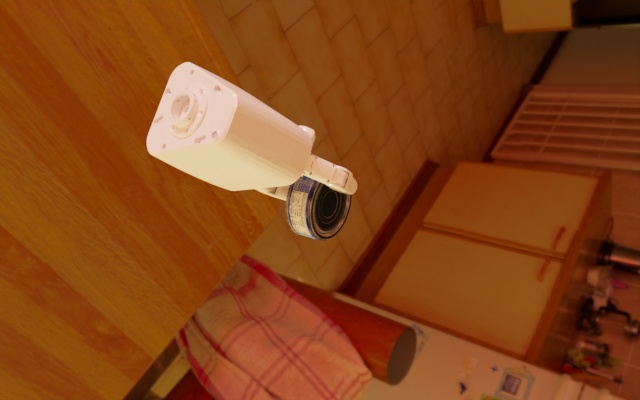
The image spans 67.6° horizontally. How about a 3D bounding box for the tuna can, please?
[{"bbox_3d":[0.001,0.002,0.545,0.033,0.086,0.086,13,7,34],"label":"tuna can"}]
